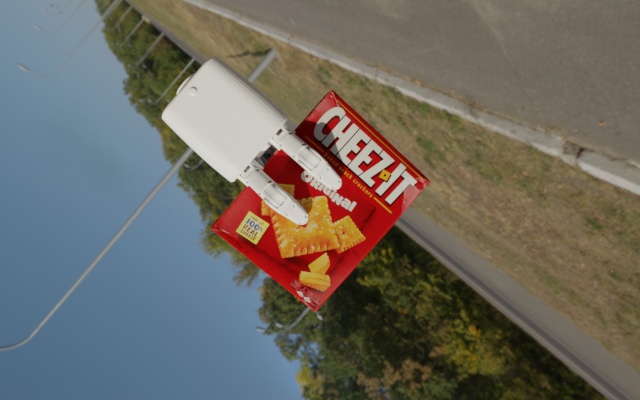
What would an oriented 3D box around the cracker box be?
[{"bbox_3d":[0.000,0.002,0.581,0.164,0.213,0.072,41,1,-9],"label":"cracker box"}]
